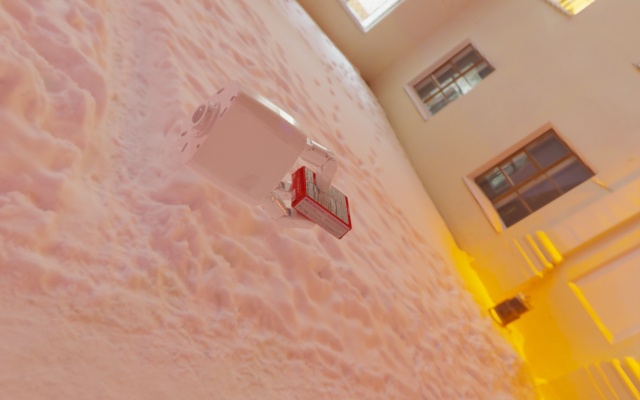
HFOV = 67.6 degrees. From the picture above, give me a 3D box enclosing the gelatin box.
[{"bbox_3d":[0.001,0.002,0.653,0.089,0.030,0.073,35,27,-25],"label":"gelatin box"}]
